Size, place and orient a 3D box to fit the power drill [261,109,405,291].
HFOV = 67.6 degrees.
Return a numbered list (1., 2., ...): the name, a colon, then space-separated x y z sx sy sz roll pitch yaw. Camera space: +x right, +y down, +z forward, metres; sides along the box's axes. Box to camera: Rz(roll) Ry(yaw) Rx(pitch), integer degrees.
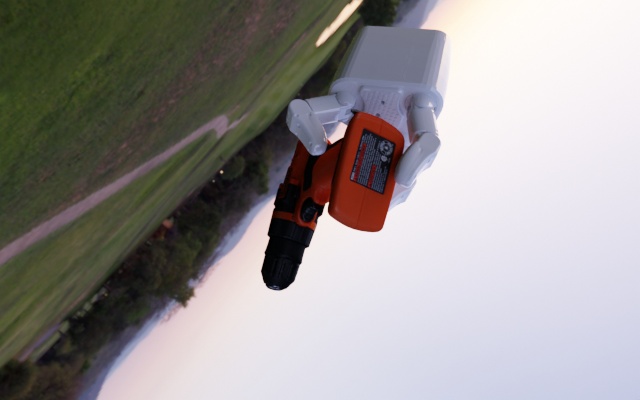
1. power drill: 0.000 0.001 0.480 0.057 0.184 0.188 20 -16 -22
